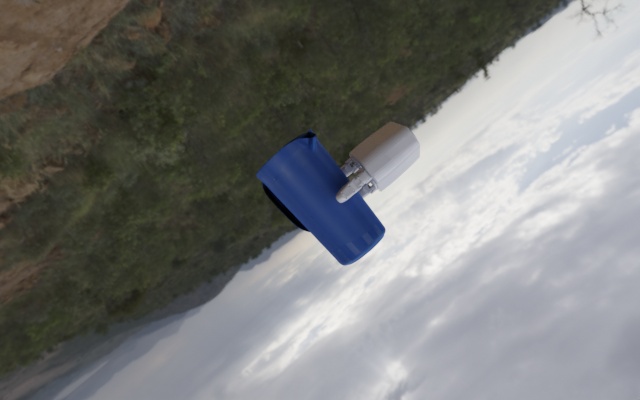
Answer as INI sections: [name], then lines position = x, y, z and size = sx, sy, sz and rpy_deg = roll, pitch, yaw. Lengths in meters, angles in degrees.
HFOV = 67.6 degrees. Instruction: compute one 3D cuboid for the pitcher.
[pitcher]
position = 0.000, 0.003, 0.889
size = 0.145, 0.243, 0.149
rpy_deg = -40, 1, -1
